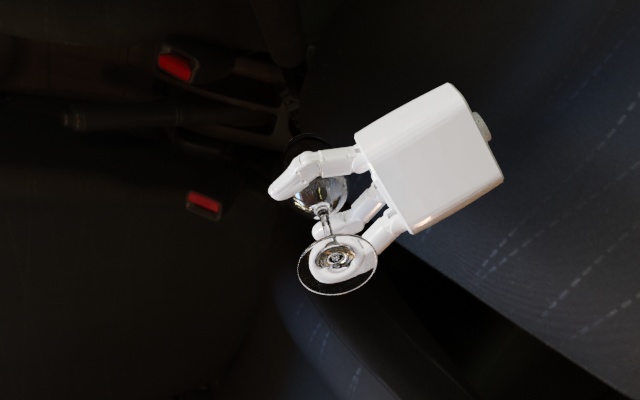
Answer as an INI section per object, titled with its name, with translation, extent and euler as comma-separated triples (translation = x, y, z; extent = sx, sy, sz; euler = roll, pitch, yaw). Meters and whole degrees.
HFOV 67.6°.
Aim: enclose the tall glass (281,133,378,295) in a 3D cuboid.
[tall glass]
translation = 0.000, 0.002, 0.509
extent = 0.079, 0.079, 0.201
euler = 0, 35, -12
